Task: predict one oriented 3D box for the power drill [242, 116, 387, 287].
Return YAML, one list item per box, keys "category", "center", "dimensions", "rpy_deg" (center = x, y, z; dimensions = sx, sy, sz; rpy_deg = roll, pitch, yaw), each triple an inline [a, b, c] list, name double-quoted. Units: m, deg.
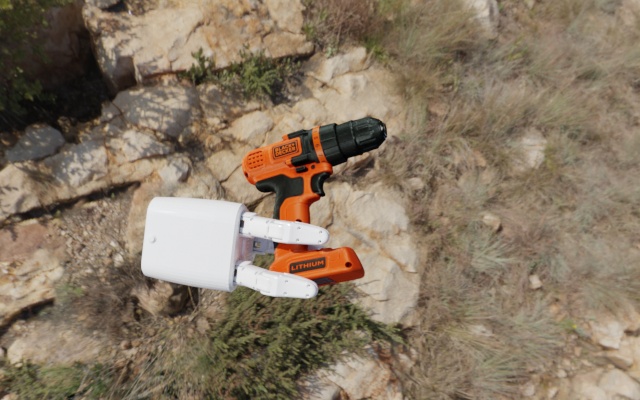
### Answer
- category: "power drill"
  center: [0.000, 0.002, 0.555]
  dimensions: [0.184, 0.187, 0.057]
  rpy_deg: [-16, -24, 18]
